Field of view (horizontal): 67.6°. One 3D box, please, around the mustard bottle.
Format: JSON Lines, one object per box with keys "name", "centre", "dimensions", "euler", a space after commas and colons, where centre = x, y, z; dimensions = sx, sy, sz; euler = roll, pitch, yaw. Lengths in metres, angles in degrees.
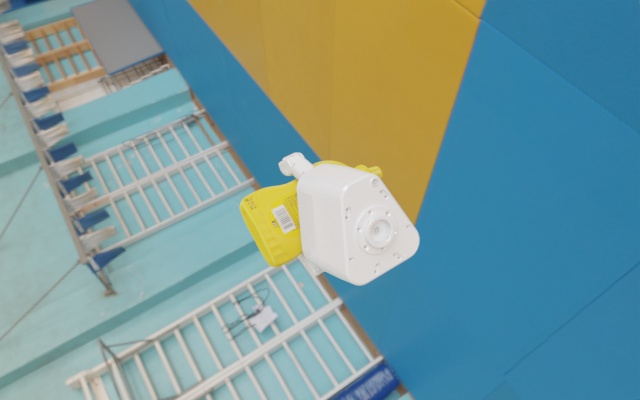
{"name": "mustard bottle", "centre": [0.000, 0.002, 0.619], "dimensions": [0.191, 0.096, 0.058], "euler": [-27, -6, -19]}
